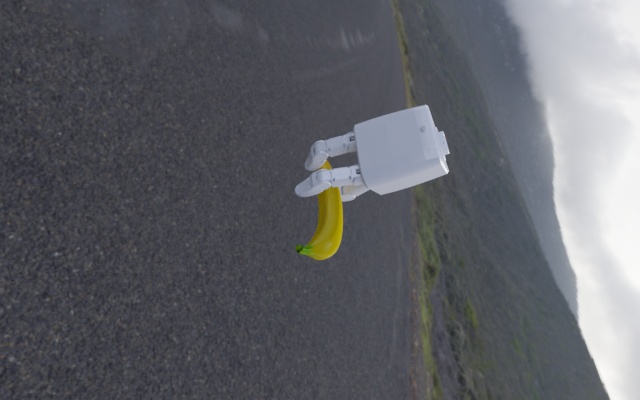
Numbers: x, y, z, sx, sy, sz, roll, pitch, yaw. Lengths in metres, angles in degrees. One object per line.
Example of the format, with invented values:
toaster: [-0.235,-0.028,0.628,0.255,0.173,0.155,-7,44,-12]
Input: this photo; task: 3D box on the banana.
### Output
banana: [0.008,0.018,0.688,0.037,0.070,0.197,-16,37,21]
